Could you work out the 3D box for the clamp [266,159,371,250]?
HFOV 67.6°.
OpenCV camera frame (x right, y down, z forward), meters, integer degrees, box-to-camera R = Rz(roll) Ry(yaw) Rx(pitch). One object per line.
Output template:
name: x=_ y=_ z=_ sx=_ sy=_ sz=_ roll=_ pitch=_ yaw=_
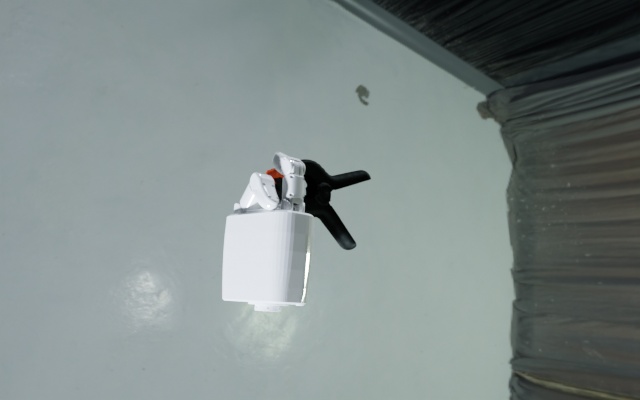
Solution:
clamp: x=0.000 y=0.002 z=0.661 sx=0.171 sy=0.120 sz=0.039 roll=12 pitch=-15 yaw=-35
